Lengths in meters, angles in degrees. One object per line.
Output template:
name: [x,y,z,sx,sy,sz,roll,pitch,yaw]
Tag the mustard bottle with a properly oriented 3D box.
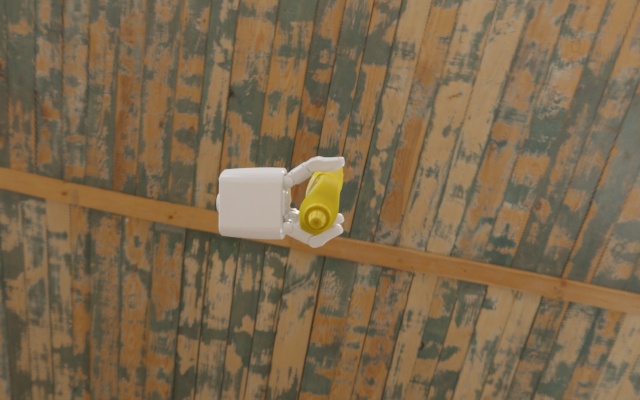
mustard bottle: [0.000,0.003,0.773,0.058,0.096,0.191,25,18,-3]
